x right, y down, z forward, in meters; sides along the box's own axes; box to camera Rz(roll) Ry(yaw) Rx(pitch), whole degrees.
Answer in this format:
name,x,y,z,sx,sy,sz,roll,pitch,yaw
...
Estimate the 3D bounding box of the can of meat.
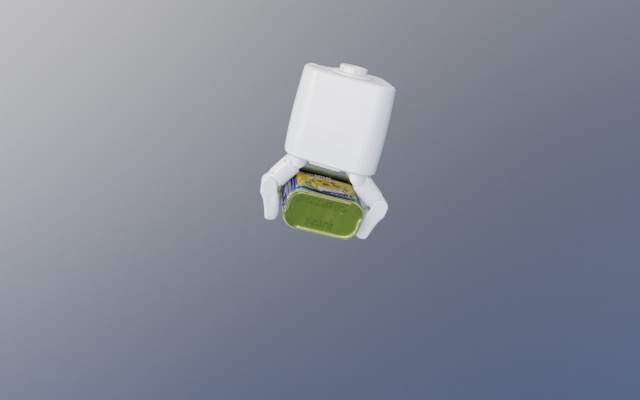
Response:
name,x,y,z,sx,sy,sz,roll,pitch,yaw
can of meat,0.000,0.002,0.607,0.102,0.057,0.084,13,21,-11
